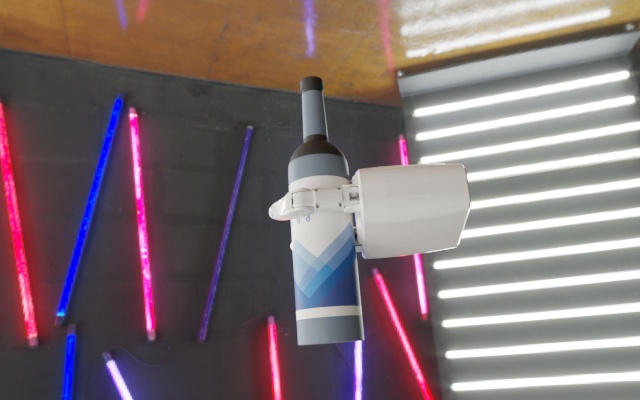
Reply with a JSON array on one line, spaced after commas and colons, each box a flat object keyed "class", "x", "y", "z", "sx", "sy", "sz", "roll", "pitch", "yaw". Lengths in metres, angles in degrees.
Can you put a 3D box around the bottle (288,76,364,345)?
[{"class": "bottle", "x": 0.000, "y": 0.002, "z": 0.518, "sx": 0.069, "sy": 0.295, "sz": 0.069, "roll": -4, "pitch": -16, "yaw": -1}]
